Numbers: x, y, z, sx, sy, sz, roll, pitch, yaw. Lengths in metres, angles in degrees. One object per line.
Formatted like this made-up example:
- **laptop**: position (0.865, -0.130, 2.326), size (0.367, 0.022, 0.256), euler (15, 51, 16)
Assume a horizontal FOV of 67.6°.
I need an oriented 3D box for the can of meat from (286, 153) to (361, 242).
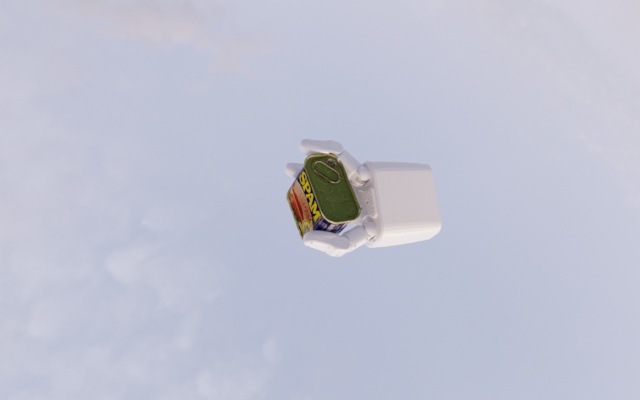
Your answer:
- **can of meat**: position (0.000, 0.002, 0.642), size (0.057, 0.102, 0.084), euler (-8, -25, -29)
